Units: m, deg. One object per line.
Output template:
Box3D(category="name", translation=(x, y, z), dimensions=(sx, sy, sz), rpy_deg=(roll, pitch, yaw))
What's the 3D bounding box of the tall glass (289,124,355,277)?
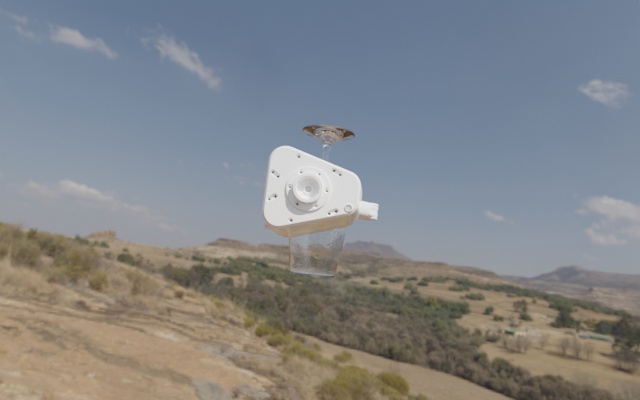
Box3D(category="tall glass", translation=(0.000, 0.002, 0.659), dimensions=(0.079, 0.201, 0.079), rpy_deg=(6, -7, 1))
